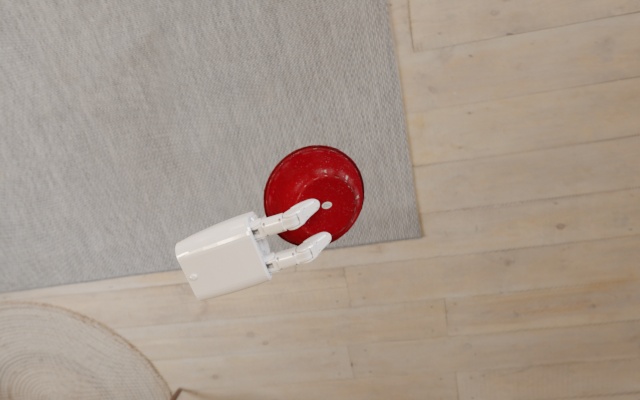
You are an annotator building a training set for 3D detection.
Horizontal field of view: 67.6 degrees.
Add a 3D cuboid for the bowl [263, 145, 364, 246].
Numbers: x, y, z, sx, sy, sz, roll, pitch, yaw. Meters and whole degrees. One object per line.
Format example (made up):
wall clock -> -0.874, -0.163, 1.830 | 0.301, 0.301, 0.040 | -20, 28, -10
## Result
bowl -> 0.001, 0.002, 0.703 | 0.162, 0.162, 0.055 | 0, 15, -19
